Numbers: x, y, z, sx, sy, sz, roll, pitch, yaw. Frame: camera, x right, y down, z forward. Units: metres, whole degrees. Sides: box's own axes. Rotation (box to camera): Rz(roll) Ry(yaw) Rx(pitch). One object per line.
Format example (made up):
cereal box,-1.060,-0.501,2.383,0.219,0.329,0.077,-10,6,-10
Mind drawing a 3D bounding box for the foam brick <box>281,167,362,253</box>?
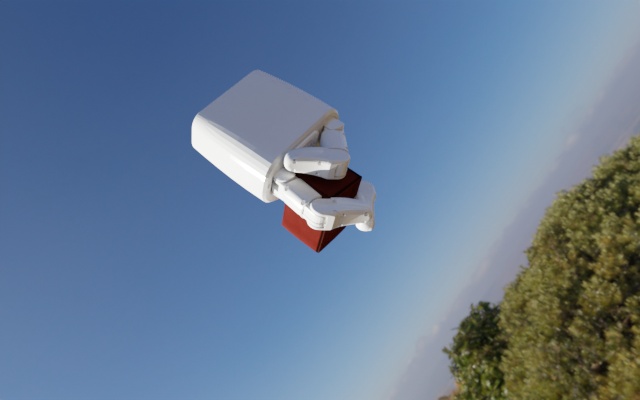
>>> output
foam brick,0.000,0.002,0.485,0.051,0.078,0.053,33,45,20
